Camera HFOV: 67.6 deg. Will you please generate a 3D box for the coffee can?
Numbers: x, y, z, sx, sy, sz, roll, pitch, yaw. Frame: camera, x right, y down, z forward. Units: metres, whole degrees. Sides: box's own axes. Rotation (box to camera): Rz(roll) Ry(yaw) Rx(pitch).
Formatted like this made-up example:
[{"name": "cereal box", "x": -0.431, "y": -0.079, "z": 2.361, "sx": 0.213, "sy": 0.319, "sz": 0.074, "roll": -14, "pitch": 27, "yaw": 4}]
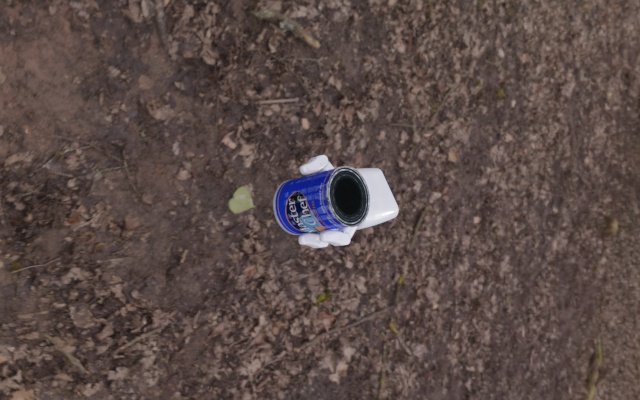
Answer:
[{"name": "coffee can", "x": 0.000, "y": 0.003, "z": 0.828, "sx": 0.103, "sy": 0.103, "sz": 0.140, "roll": 0, "pitch": -8, "yaw": -43}]
